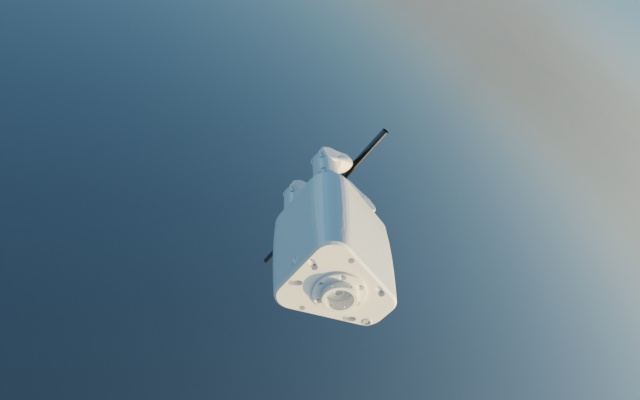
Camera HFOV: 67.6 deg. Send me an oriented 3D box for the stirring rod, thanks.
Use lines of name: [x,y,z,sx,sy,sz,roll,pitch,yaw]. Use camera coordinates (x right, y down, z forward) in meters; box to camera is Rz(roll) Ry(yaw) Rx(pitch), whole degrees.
stirring rod: [0.000,0.002,0.585,0.240,0.011,0.011,-48,-26,27]
